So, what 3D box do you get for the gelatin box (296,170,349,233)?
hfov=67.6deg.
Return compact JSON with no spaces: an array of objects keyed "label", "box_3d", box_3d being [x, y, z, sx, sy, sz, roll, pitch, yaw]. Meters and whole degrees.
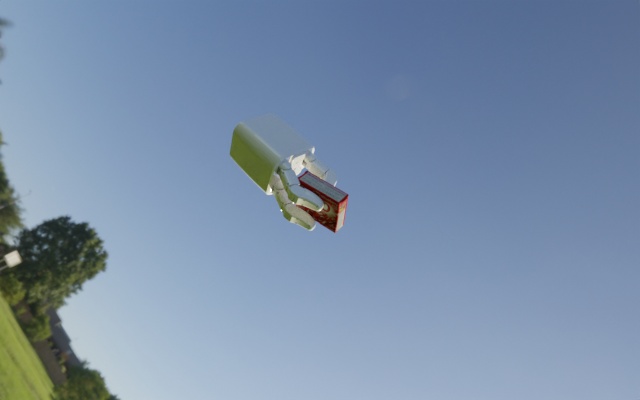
[{"label":"gelatin box","box_3d":[0.001,0.003,0.793,0.089,0.073,0.030,31,50,22]}]
